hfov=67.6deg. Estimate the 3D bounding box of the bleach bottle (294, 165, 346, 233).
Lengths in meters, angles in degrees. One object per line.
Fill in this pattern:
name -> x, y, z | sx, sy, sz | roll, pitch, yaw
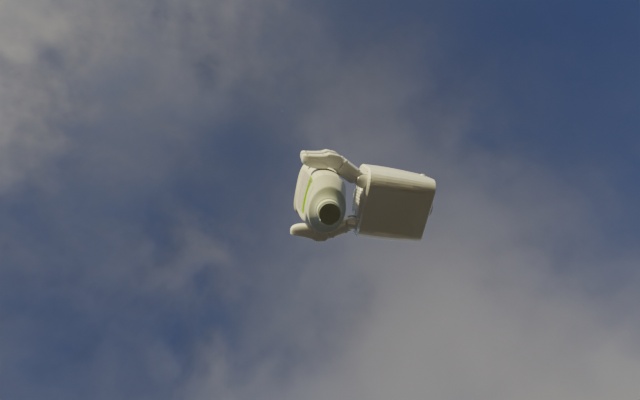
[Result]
bleach bottle -> 0.000, 0.002, 0.719 | 0.068, 0.102, 0.250 | 8, 10, -6
